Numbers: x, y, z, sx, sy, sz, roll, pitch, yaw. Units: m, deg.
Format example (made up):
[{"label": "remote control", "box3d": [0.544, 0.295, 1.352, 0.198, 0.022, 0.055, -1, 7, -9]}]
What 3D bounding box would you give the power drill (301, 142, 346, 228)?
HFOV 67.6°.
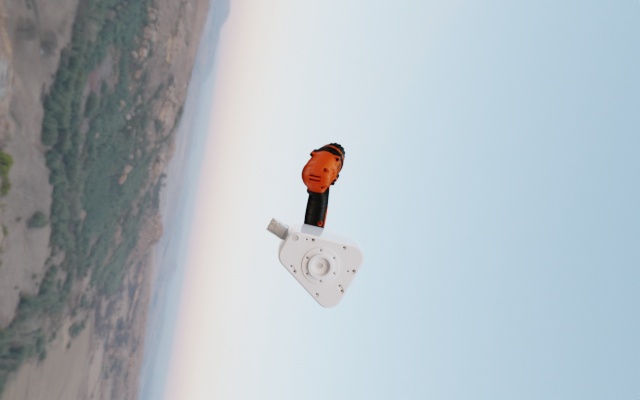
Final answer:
[{"label": "power drill", "box3d": [0.000, 0.003, 0.794, 0.057, 0.188, 0.184, 10, 19, 11]}]
